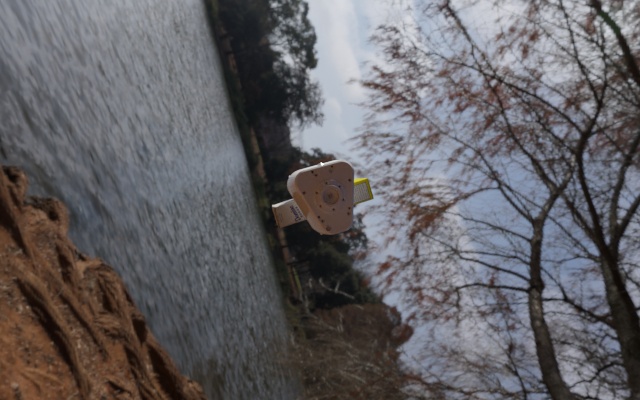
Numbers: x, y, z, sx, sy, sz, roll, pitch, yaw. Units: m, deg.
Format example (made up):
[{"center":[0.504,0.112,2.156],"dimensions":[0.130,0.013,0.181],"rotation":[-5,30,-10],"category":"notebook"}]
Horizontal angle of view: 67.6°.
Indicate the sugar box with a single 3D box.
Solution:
[{"center":[0.000,0.002,0.876],"dimensions":[0.176,0.048,0.093],"rotation":[-15,3,-8],"category":"sugar box"}]
